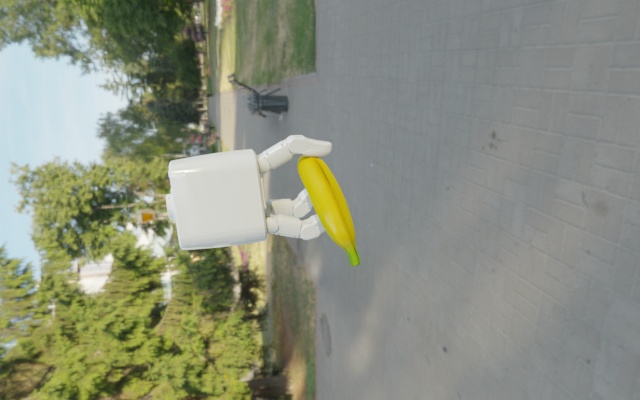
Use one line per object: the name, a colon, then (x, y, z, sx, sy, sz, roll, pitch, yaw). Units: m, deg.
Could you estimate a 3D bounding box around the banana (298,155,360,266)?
banana: (0.001, -0.009, 0.593, 0.037, 0.070, 0.197, -13, 45, -12)
